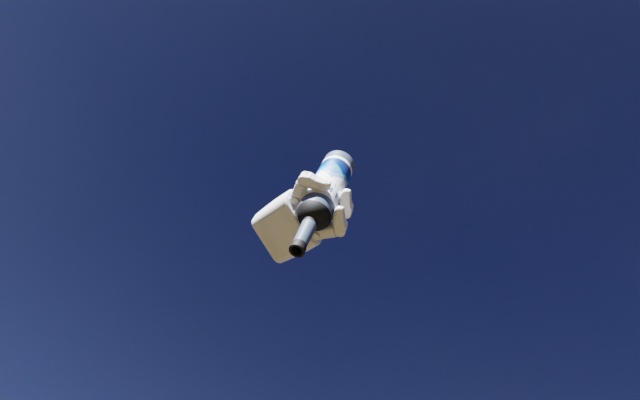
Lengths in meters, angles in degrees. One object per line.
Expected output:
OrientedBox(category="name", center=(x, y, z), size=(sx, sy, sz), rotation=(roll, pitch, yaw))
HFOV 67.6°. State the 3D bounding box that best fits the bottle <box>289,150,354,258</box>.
OrientedBox(category="bottle", center=(0.000, 0.003, 0.892), size=(0.069, 0.069, 0.295), rotation=(0, 33, 19))
